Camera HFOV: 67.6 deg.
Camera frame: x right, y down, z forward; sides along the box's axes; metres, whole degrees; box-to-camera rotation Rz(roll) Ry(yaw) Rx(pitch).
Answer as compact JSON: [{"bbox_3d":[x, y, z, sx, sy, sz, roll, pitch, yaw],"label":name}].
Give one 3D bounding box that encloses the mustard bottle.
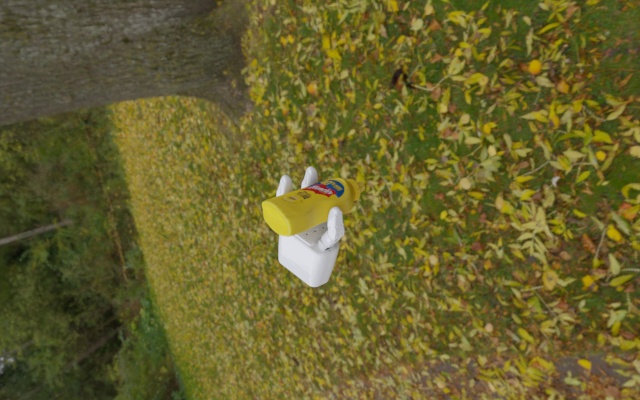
[{"bbox_3d":[0.000,0.003,0.848,0.191,0.058,0.096,-20,28,-29],"label":"mustard bottle"}]
